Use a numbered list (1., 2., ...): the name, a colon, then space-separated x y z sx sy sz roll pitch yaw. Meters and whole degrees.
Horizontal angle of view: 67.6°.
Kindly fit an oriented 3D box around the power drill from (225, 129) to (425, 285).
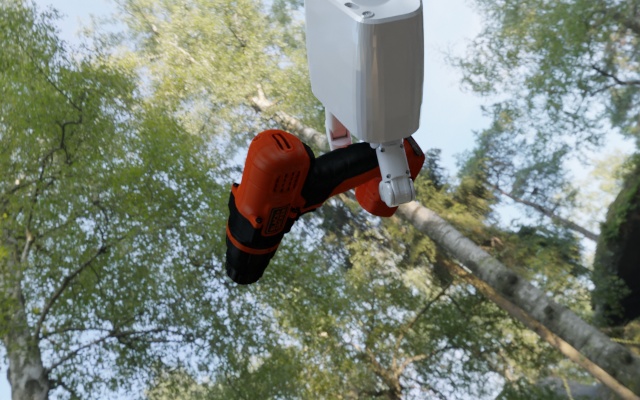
1. power drill: 0.000 0.001 0.460 0.187 0.057 0.185 -17 -32 -33
